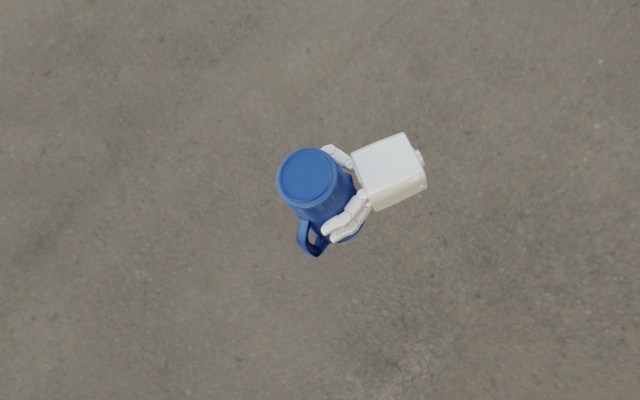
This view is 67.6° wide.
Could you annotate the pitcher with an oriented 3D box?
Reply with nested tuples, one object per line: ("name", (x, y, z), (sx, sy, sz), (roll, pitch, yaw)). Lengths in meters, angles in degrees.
("pitcher", (0.000, 0.003, 0.891), (0.145, 0.149, 0.243), (-24, -20, 7))
